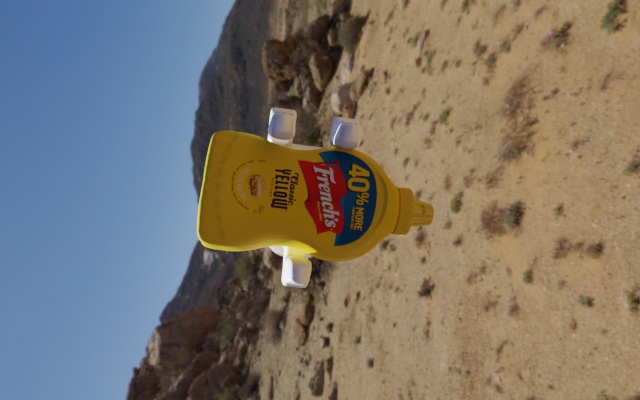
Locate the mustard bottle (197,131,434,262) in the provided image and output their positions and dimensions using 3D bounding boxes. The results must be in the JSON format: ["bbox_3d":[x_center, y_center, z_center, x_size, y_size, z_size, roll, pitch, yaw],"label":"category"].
[{"bbox_3d":[0.000,0.001,0.400,0.191,0.096,0.058,7,-17,-6],"label":"mustard bottle"}]
